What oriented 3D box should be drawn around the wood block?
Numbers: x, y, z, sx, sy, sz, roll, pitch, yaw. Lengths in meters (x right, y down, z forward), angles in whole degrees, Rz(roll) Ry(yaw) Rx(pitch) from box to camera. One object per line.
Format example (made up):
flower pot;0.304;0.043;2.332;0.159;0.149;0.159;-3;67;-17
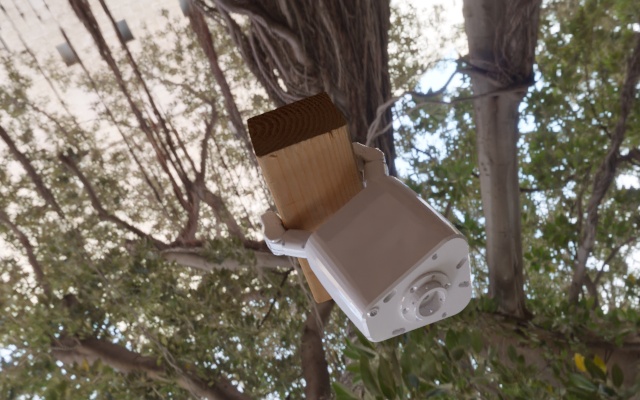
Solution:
wood block;0.000;0.002;0.523;0.091;0.206;0.090;-20;36;-2
